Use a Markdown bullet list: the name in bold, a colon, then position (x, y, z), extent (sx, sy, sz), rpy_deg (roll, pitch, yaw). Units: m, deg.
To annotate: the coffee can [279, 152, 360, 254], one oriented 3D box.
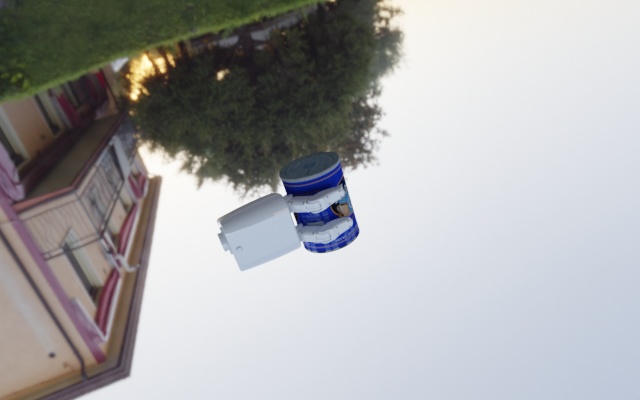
- **coffee can**: position (0.000, 0.002, 0.803), extent (0.103, 0.140, 0.102), rpy_deg (-15, 24, 7)
